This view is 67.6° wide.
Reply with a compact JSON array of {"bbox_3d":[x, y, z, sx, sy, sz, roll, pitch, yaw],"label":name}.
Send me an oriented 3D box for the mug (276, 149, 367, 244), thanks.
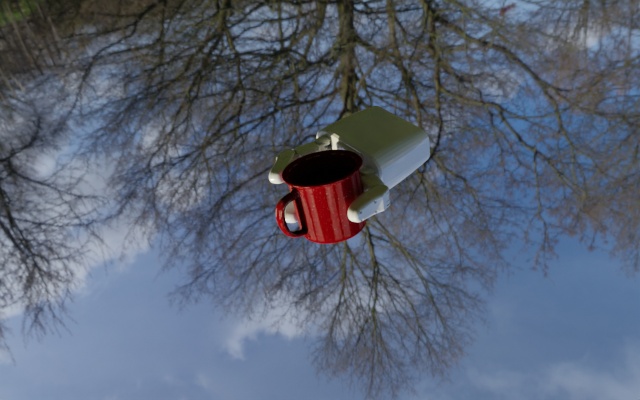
[{"bbox_3d":[-0.001,0.003,0.551,0.117,0.081,0.093,-31,33,-30],"label":"mug"}]
